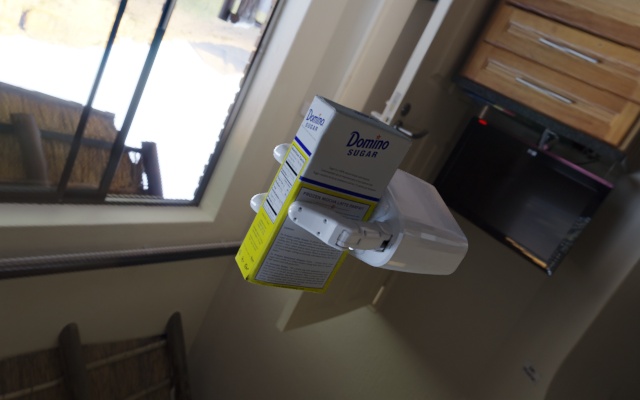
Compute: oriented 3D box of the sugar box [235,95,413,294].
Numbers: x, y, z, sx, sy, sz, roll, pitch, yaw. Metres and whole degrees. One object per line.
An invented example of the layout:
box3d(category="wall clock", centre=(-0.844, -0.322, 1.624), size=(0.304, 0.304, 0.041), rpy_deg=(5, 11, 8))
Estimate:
box3d(category="sugar box", centre=(0.000, 0.001, 0.440), size=(0.093, 0.176, 0.048), rpy_deg=(15, 21, -35))
